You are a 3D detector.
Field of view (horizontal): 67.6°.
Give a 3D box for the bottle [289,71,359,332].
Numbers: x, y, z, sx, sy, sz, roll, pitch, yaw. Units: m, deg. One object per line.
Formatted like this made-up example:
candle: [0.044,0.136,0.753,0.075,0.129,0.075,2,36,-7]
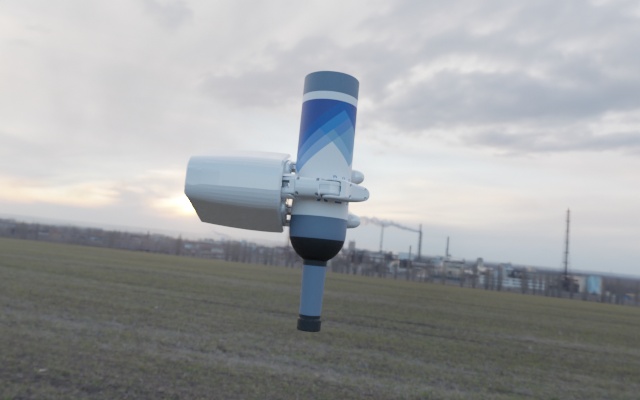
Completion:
bottle: [0.000,0.002,0.559,0.069,0.295,0.069,5,-6,1]
